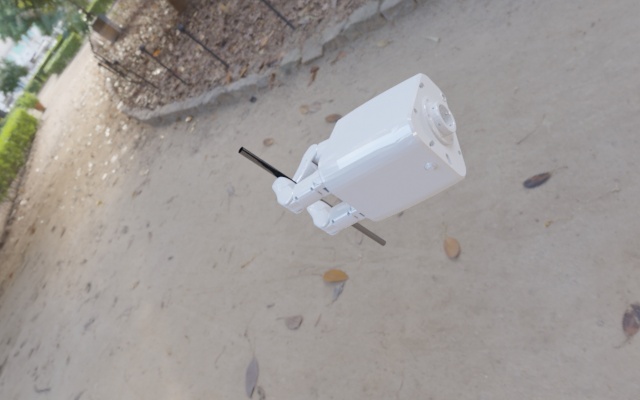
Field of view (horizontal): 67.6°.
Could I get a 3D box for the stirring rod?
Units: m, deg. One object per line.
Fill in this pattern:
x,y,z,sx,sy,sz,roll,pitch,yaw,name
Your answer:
0.000,0.002,0.568,0.240,0.011,0.011,33,-20,-33,stirring rod
